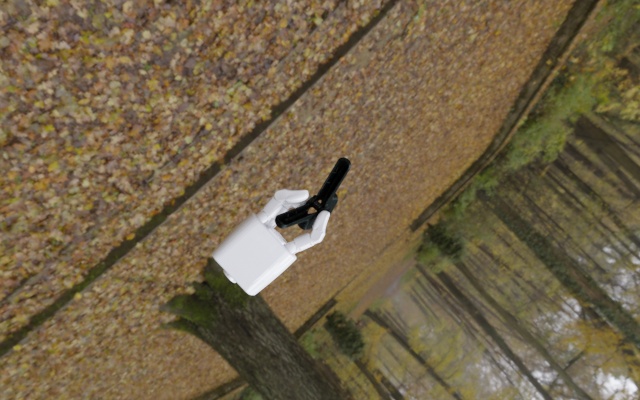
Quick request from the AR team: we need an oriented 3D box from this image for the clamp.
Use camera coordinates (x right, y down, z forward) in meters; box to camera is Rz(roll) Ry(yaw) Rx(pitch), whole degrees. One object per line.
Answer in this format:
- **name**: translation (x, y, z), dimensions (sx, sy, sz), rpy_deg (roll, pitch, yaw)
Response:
- **clamp**: translation (0.001, 0.004, 0.883), dimensions (0.164, 0.036, 0.210), rpy_deg (-43, -14, -2)
